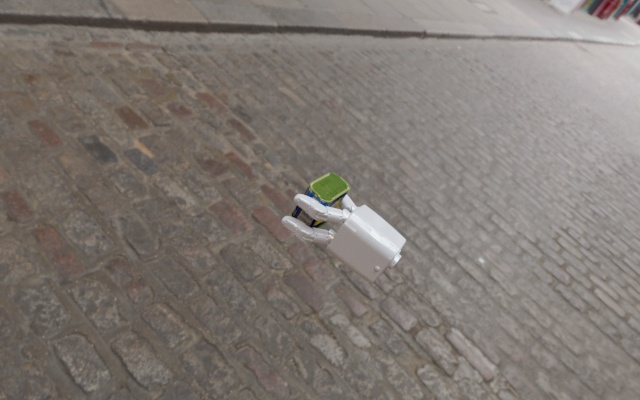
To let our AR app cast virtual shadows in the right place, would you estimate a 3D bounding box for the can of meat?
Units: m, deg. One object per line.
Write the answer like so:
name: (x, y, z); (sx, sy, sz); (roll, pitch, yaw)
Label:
can of meat: (0.000, 0.003, 0.882); (0.057, 0.084, 0.102); (41, 35, 12)
